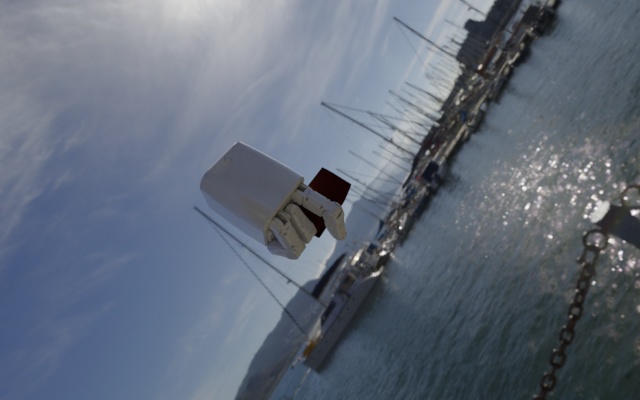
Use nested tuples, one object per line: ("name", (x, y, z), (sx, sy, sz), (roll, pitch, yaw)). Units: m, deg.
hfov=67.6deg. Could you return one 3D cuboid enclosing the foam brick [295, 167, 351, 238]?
("foam brick", (0.000, 0.002, 0.680), (0.051, 0.078, 0.053), (31, -35, 7))
